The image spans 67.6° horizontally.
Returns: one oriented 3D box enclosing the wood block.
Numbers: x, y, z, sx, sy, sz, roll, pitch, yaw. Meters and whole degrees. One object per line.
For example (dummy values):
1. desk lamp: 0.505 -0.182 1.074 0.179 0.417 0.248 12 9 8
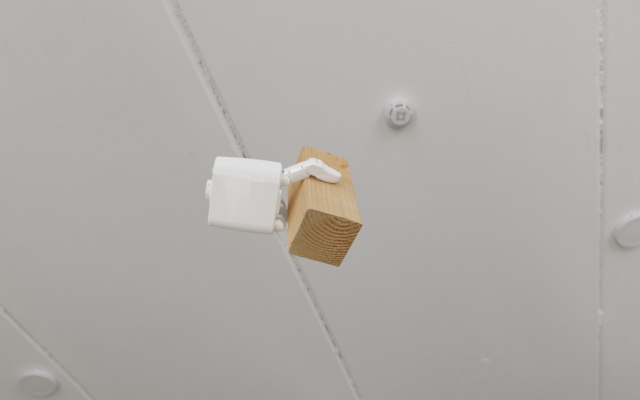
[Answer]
1. wood block: 0.000 0.002 0.801 0.090 0.091 0.206 17 30 -15
